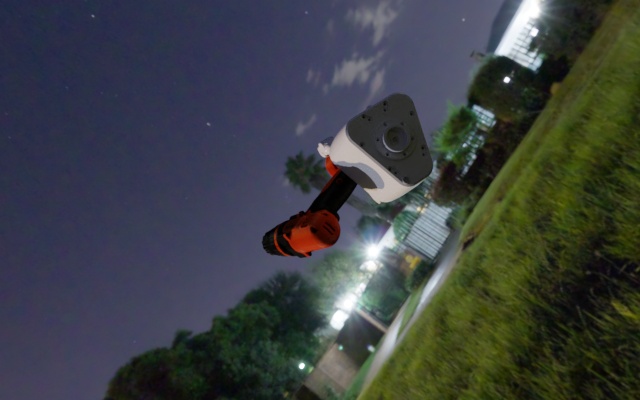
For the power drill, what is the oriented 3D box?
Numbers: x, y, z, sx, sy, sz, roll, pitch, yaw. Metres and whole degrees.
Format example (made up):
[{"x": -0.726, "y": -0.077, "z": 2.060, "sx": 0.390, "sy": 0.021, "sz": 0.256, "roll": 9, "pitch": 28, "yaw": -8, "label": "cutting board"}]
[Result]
[{"x": 0.000, "y": 0.002, "z": 0.702, "sx": 0.057, "sy": 0.187, "sz": 0.184, "roll": 42, "pitch": -27, "yaw": -18, "label": "power drill"}]
